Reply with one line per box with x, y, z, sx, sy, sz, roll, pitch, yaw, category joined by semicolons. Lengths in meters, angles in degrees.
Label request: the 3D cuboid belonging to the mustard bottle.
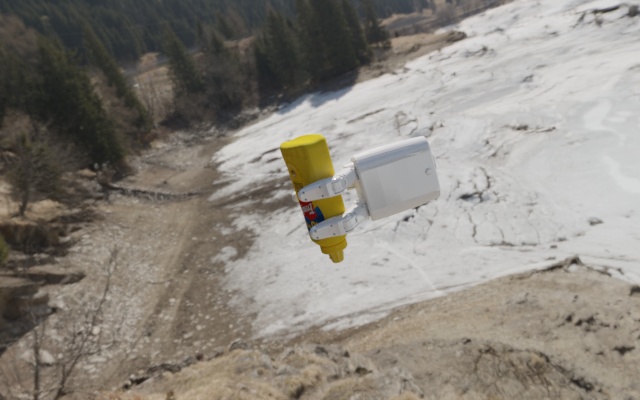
0.000;0.002;0.692;0.058;0.192;0.096;-24;17;-22;mustard bottle
